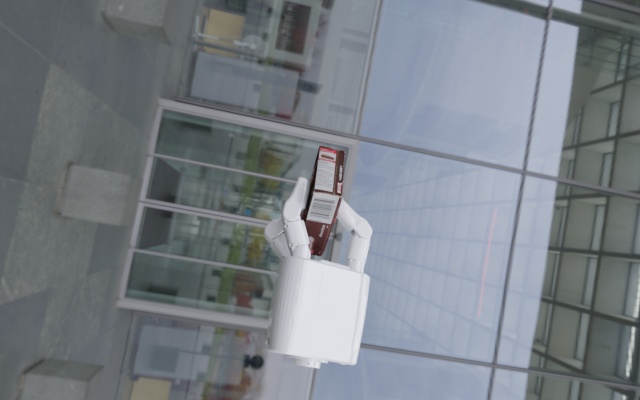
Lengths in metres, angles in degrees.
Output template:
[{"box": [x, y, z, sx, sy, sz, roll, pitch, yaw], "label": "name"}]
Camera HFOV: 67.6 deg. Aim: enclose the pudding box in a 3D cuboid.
[{"box": [0.000, 0.002, 0.609, 0.039, 0.114, 0.090, 13, 43, -7], "label": "pudding box"}]
